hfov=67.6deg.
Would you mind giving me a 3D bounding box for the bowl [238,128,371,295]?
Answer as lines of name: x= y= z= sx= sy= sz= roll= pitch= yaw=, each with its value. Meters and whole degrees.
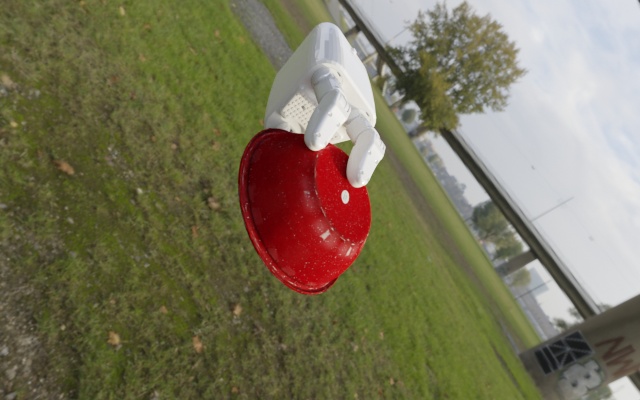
bowl: x=0.000 y=0.002 z=0.437 sx=0.055 sy=0.162 sz=0.162 roll=-18 pitch=-10 yaw=31
